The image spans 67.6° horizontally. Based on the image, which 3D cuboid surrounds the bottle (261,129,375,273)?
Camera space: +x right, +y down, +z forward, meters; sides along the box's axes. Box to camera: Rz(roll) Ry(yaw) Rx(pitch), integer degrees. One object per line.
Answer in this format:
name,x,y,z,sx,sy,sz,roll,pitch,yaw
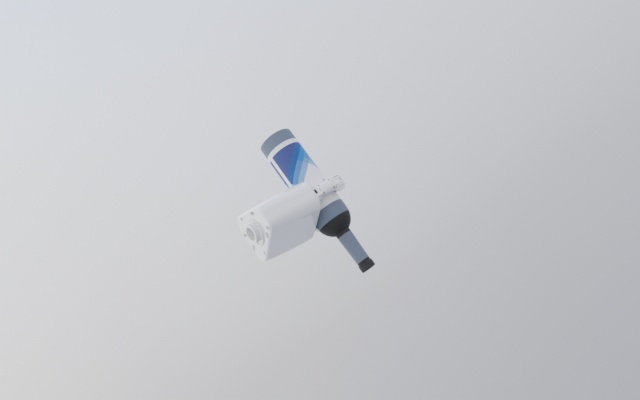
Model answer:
bottle,0.000,0.003,0.863,0.069,0.295,0.069,-34,-13,-9
